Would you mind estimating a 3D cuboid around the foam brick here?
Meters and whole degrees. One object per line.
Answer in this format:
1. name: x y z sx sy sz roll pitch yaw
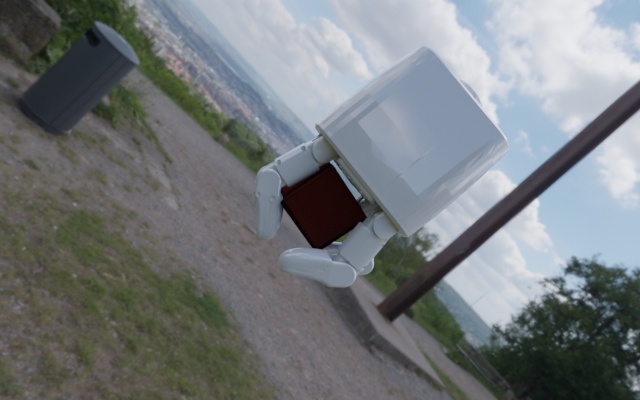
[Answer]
1. foam brick: 0.000 0.001 0.411 0.051 0.053 0.078 -34 13 1
